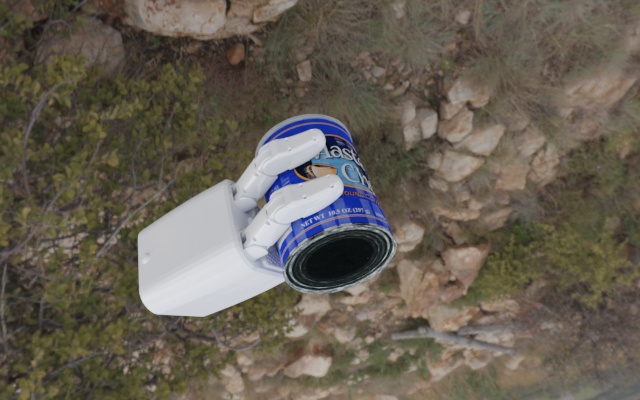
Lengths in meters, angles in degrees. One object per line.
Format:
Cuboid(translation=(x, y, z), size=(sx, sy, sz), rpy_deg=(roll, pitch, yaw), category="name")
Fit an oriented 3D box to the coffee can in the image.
Cuboid(translation=(0.000, 0.001, 0.455), size=(0.103, 0.140, 0.103), rpy_deg=(-11, -39, -9), category="coffee can")
